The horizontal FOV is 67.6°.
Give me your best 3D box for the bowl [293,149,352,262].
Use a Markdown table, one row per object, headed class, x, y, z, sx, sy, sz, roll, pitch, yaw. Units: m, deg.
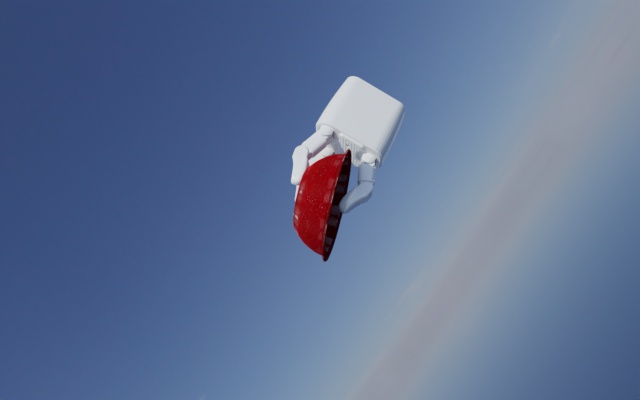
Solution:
| class | x | y | z | sx | sy | sz | roll | pitch | yaw |
| --- | --- | --- | --- | --- | --- | --- | --- | --- | --- |
| bowl | -0.001 | 0.003 | 0.674 | 0.055 | 0.162 | 0.162 | 12 | 2 | 8 |
